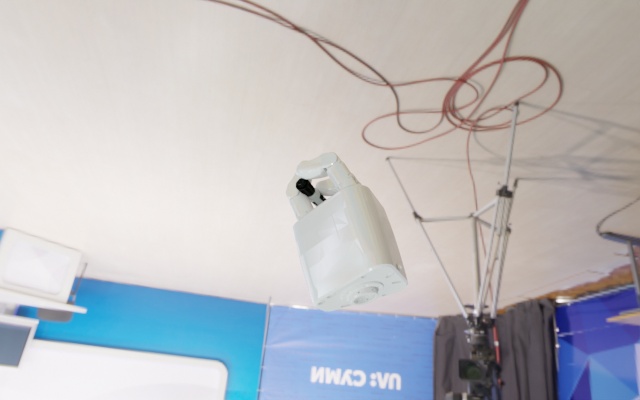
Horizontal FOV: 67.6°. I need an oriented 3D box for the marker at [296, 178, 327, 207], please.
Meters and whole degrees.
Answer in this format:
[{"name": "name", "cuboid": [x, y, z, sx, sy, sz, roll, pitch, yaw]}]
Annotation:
[{"name": "marker", "cuboid": [0.000, 0.002, 0.646, 0.020, 0.020, 0.121, 0, -25, 28]}]
